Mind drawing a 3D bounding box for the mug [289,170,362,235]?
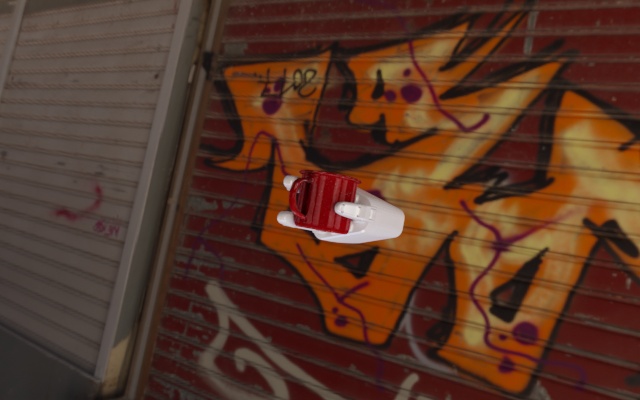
[{"bbox_3d":[-0.001,0.002,0.688,0.093,0.081,0.117,7,-4,42],"label":"mug"}]
